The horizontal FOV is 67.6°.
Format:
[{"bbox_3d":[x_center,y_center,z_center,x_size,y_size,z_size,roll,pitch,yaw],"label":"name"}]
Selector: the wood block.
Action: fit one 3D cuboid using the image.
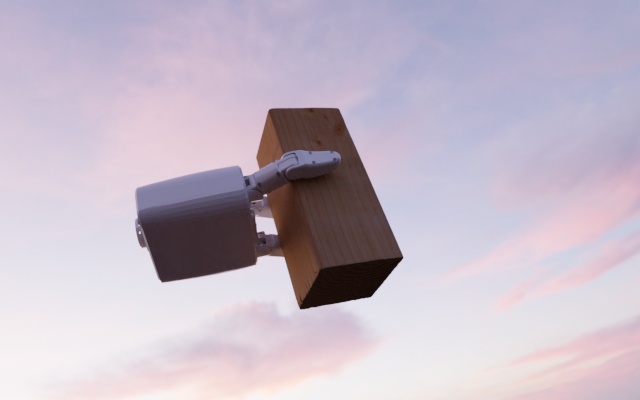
[{"bbox_3d":[0.000,0.001,0.528,0.090,0.206,0.091,-5,-34,-23],"label":"wood block"}]
